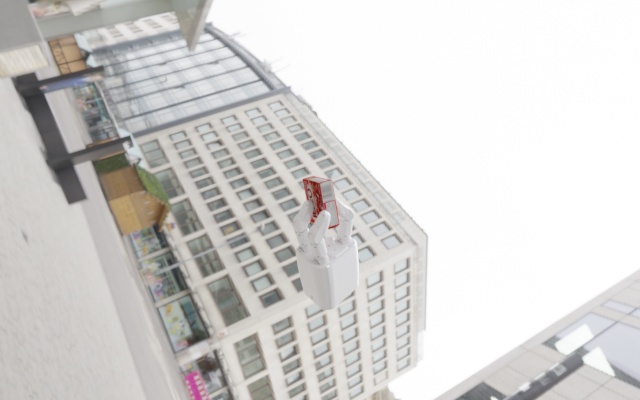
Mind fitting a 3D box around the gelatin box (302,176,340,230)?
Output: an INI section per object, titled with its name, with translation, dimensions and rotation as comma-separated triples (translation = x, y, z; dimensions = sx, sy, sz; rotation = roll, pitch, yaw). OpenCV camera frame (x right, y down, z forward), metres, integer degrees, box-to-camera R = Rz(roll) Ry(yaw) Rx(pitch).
[gelatin box]
translation = 0.000, 0.002, 0.885
dimensions = 0.030, 0.089, 0.073
rotation = -16, 16, -24
